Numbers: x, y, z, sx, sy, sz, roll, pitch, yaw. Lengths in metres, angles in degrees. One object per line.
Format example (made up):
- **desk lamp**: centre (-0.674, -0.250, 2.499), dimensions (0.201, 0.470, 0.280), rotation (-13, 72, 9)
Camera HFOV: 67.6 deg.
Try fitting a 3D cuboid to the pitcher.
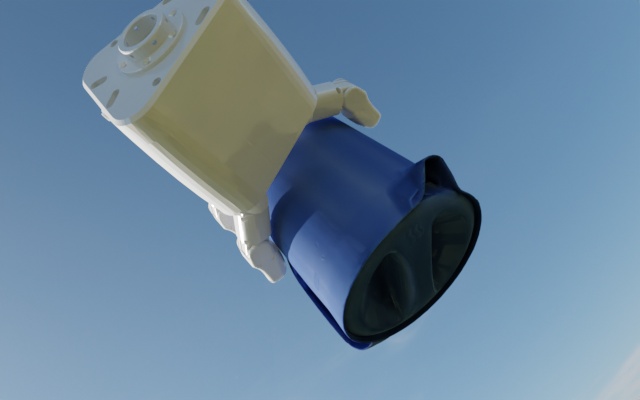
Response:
- **pitcher**: centre (0.000, 0.001, 0.416), dimensions (0.242, 0.149, 0.145), rotation (42, -1, 39)
